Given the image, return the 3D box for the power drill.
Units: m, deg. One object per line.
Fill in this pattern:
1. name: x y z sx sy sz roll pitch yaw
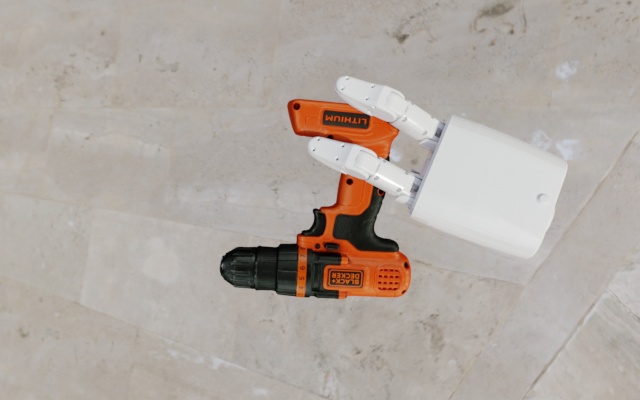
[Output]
1. power drill: 0.000 0.001 0.456 0.184 0.188 0.057 3 8 -6
